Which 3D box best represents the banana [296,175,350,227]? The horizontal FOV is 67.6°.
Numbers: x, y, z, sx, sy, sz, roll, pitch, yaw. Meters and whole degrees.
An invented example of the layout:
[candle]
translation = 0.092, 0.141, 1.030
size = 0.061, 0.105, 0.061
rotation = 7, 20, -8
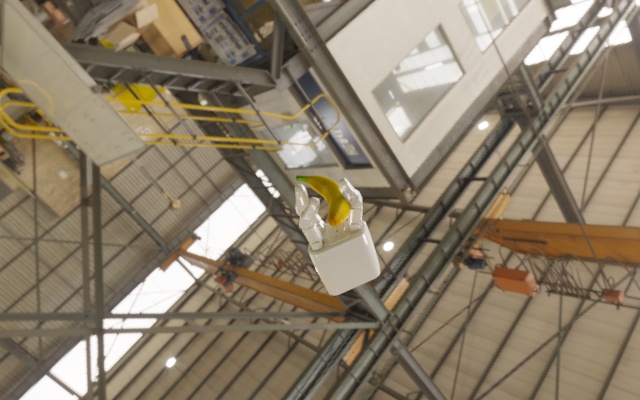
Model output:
[banana]
translation = 0.016, -0.003, 0.870
size = 0.069, 0.037, 0.197
rotation = -15, 28, -15
